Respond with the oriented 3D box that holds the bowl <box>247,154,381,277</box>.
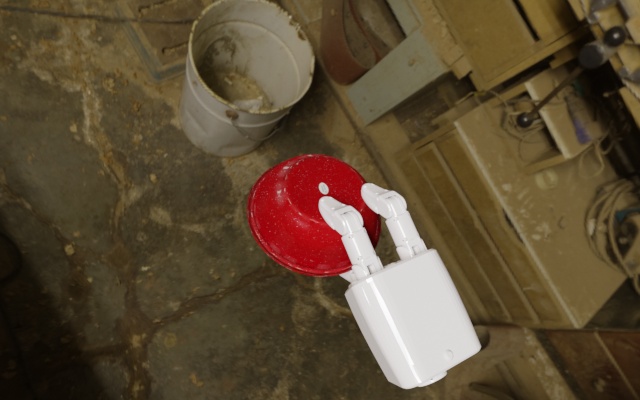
[{"bbox_3d":[-0.001,0.001,0.542,0.162,0.162,0.055,0,-33,-15],"label":"bowl"}]
